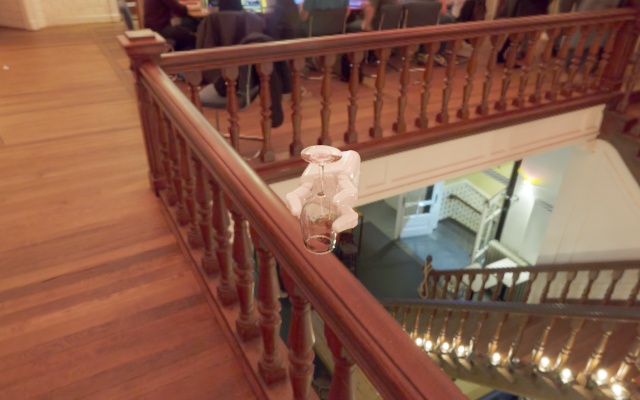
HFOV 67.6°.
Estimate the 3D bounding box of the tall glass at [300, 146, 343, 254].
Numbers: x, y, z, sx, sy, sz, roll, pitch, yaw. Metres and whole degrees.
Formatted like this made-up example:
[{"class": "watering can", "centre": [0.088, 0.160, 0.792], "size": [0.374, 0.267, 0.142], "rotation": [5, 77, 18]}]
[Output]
[{"class": "tall glass", "centre": [0.000, 0.002, 0.899], "size": [0.079, 0.201, 0.079], "rotation": [1, 31, -1]}]
